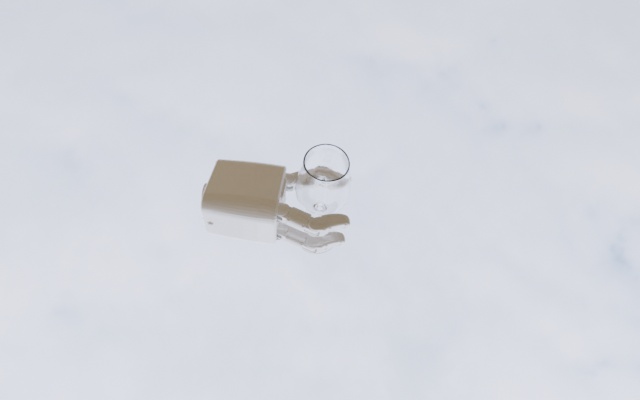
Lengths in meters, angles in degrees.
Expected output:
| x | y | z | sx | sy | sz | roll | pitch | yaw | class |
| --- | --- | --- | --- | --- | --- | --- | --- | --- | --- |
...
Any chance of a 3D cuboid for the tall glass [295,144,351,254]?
| x | y | z | sx | sy | sz | roll | pitch | yaw | class |
| --- | --- | --- | --- | --- | --- | --- | --- | --- | --- |
| 0.000 | 0.003 | 0.706 | 0.079 | 0.079 | 0.201 | 0 | -32 | -6 | tall glass |
